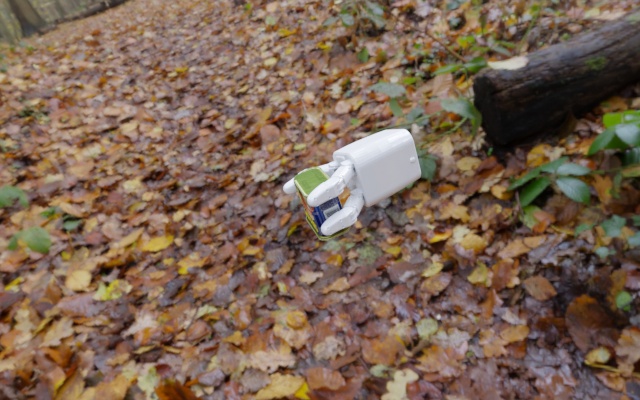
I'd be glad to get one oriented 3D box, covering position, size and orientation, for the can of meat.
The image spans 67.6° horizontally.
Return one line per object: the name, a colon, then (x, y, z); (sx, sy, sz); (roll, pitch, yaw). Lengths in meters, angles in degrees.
can of meat: (0.000, 0.002, 0.773); (0.057, 0.084, 0.102); (-24, 30, -8)
